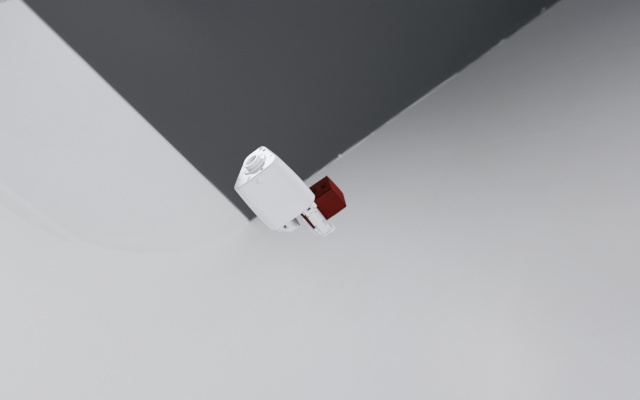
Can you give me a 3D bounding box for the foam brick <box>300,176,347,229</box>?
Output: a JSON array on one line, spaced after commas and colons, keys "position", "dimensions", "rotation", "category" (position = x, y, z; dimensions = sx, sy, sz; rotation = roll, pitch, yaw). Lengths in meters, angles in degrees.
[{"position": [0.000, 0.003, 0.874], "dimensions": [0.078, 0.051, 0.053], "rotation": [-35, 27, 11], "category": "foam brick"}]
